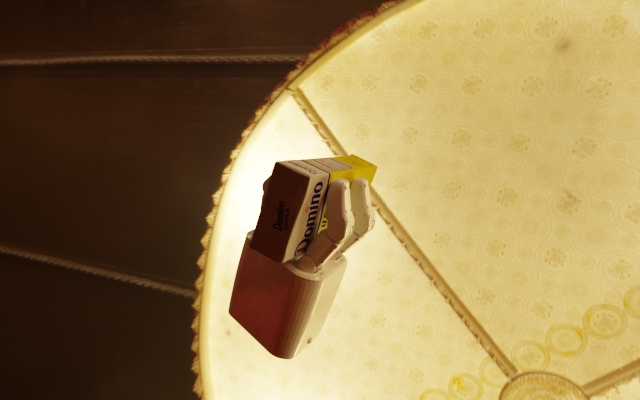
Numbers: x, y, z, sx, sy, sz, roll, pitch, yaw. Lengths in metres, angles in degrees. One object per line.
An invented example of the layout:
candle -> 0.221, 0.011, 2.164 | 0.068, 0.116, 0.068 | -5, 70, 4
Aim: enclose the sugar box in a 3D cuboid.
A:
sugar box -> 0.001, 0.002, 0.516 | 0.048, 0.093, 0.176 | 25, 18, 19
